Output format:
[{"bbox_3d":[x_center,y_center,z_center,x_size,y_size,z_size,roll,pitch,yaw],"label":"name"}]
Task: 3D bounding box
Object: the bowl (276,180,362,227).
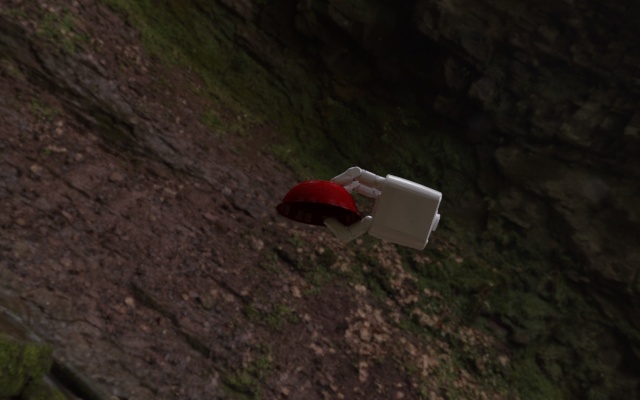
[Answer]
[{"bbox_3d":[-0.001,0.002,0.894,0.162,0.055,0.162,6,-17,2],"label":"bowl"}]
